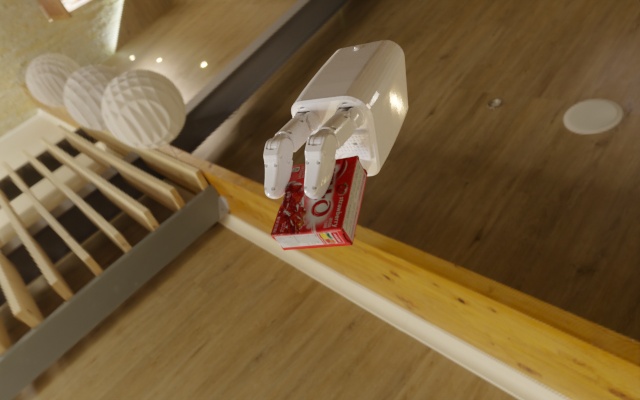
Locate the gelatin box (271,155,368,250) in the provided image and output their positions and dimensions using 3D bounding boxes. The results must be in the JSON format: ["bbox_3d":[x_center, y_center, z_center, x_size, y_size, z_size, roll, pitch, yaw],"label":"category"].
[{"bbox_3d":[0.000,0.002,0.451,0.073,0.089,0.030,-7,-41,28],"label":"gelatin box"}]
